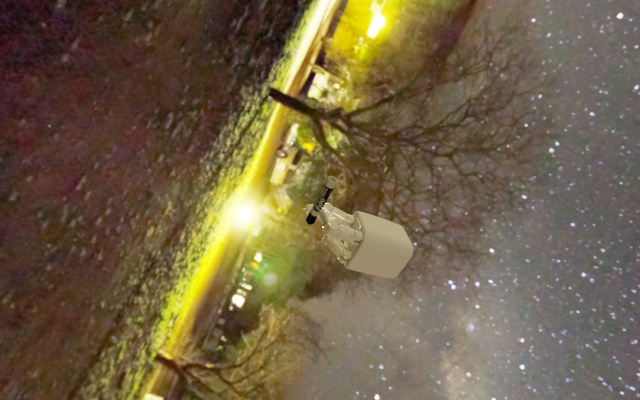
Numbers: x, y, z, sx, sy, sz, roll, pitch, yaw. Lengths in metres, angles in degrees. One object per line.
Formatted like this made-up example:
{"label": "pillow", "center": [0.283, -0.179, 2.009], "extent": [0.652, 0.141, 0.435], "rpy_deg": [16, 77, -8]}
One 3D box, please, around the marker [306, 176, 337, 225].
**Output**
{"label": "marker", "center": [0.000, 0.003, 0.899], "extent": [0.020, 0.020, 0.121], "rpy_deg": [0, -43, -30]}
